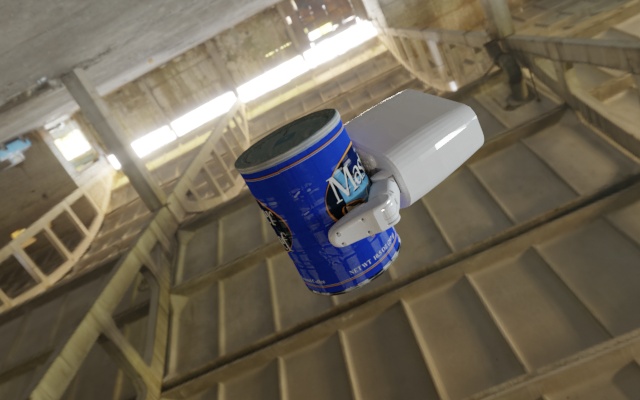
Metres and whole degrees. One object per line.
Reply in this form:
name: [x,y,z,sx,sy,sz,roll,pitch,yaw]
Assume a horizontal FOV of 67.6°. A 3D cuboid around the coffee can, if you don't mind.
coffee can: [0.000,0.001,0.442,0.103,0.140,0.102,-25,20,10]
